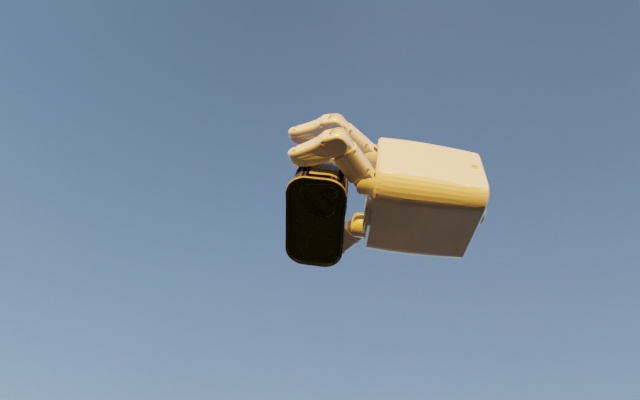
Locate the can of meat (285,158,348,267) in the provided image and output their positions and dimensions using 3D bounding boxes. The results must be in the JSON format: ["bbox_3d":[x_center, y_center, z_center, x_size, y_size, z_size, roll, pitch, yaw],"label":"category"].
[{"bbox_3d":[0.000,0.002,0.491,0.057,0.102,0.084,6,32,6],"label":"can of meat"}]
